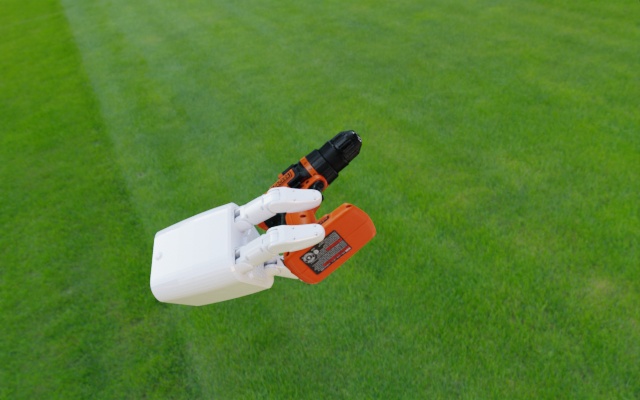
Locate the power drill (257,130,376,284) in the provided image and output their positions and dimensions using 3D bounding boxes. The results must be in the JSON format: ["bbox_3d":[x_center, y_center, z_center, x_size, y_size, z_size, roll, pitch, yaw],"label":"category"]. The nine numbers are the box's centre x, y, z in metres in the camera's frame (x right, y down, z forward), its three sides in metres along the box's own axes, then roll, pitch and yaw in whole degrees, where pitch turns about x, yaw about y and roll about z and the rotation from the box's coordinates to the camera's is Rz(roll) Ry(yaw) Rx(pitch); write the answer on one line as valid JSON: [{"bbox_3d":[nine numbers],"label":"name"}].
[{"bbox_3d":[0.000,0.002,0.593,0.057,0.184,0.187,45,8,-29],"label":"power drill"}]
